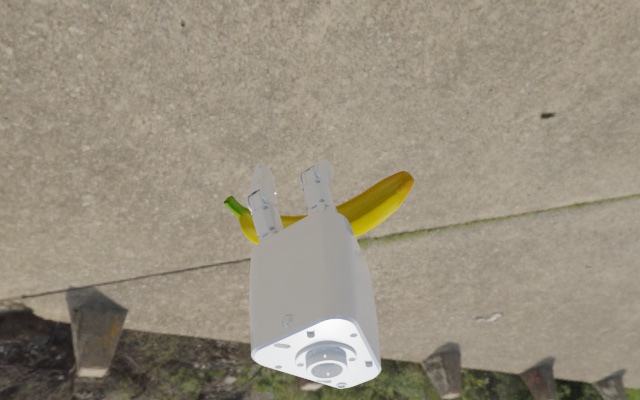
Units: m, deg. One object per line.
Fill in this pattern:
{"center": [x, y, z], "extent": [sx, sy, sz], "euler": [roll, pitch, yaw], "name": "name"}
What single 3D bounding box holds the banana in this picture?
{"center": [0.001, 0.018, 0.493], "extent": [0.198, 0.070, 0.037], "euler": [-9, 31, 9], "name": "banana"}
